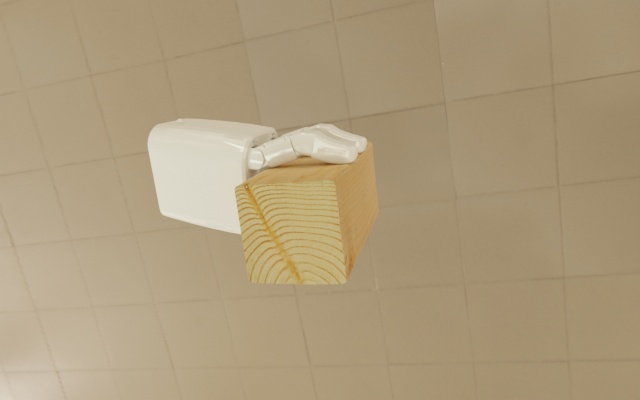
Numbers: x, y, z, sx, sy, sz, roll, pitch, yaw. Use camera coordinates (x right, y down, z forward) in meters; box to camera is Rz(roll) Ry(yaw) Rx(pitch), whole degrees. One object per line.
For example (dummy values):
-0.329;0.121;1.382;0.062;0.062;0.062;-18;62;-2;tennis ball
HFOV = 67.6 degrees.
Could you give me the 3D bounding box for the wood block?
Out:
0.000;0.002;0.490;0.090;0.091;0.206;-2;15;15;wood block
